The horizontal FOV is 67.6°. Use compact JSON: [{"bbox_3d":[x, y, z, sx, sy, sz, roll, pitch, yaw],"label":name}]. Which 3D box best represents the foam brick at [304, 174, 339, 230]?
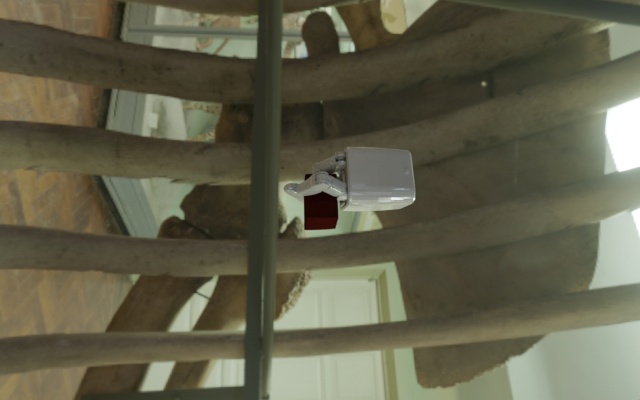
[{"bbox_3d":[0.000,0.003,0.759,0.051,0.078,0.053,1,-24,-5],"label":"foam brick"}]
